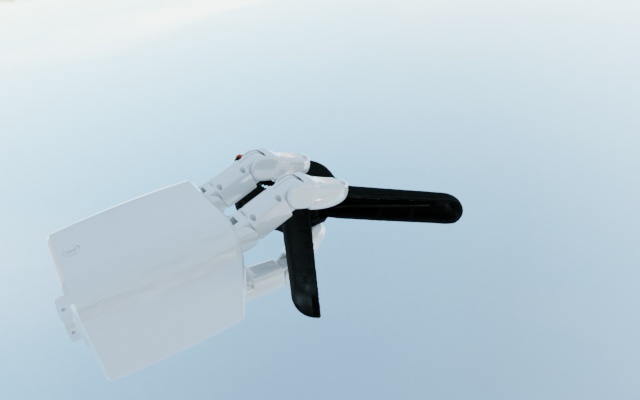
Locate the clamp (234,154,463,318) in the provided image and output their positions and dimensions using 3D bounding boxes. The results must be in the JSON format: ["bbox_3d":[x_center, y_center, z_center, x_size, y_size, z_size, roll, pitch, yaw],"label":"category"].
[{"bbox_3d":[0.000,0.002,0.406,0.164,0.036,0.210,-22,36,-28],"label":"clamp"}]
